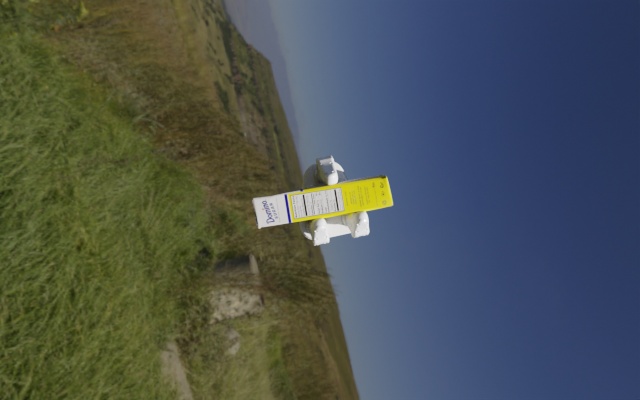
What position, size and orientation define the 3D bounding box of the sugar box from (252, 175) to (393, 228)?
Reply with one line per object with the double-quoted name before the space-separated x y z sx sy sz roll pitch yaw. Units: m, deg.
"sugar box" 0.000 0.003 0.644 0.176 0.048 0.093 -12 1 -4
